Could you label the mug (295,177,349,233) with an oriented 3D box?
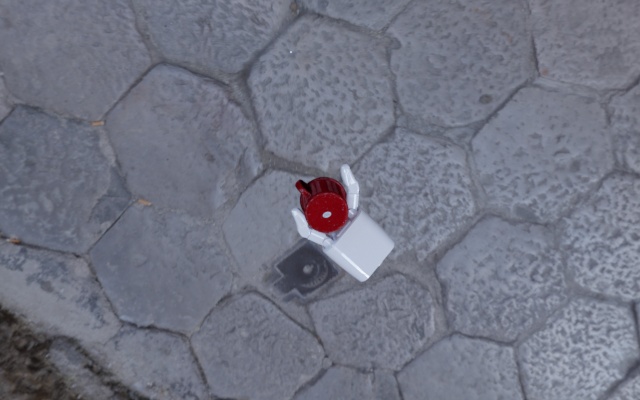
[{"bbox_3d":[-0.001,0.002,0.893,0.117,0.093,0.081,42,10,-16],"label":"mug"}]
